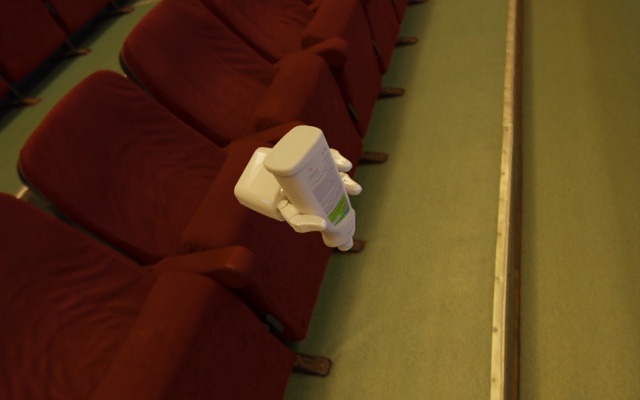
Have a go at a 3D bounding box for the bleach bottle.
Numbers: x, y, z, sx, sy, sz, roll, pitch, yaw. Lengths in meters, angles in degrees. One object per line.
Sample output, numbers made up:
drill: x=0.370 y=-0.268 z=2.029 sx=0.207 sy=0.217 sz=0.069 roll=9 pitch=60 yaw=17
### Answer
bleach bottle: x=0.000 y=0.002 z=0.789 sx=0.068 sy=0.102 sz=0.251 roll=17 pitch=-33 yaw=38
